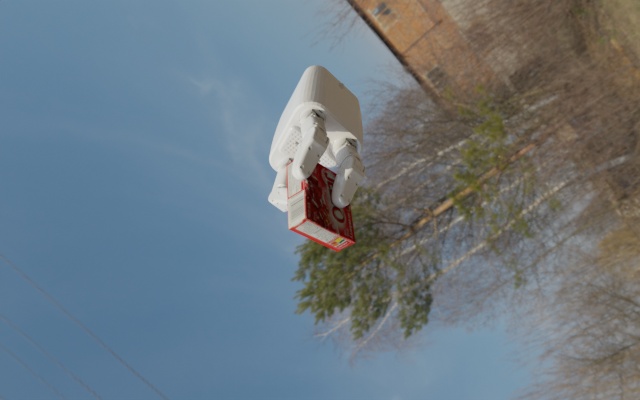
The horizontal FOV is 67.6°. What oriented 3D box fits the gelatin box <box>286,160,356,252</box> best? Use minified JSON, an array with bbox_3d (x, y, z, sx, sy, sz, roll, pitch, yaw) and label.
[{"bbox_3d":[0.000,0.002,0.515,0.073,0.089,0.030,29,-48,-36],"label":"gelatin box"}]
